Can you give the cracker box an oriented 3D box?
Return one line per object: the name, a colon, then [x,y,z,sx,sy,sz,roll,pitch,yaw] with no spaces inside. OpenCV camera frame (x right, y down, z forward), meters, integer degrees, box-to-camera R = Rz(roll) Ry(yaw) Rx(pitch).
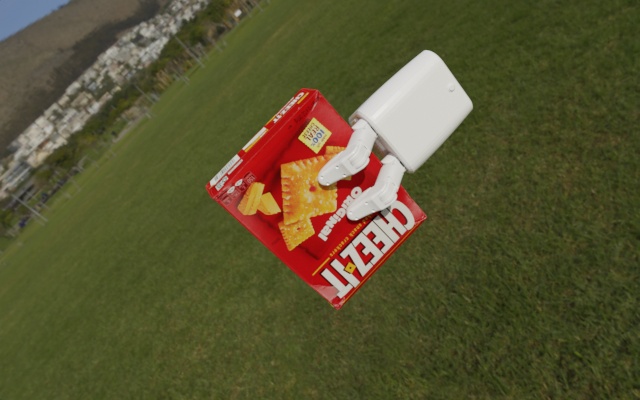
cracker box: [0.000,0.002,0.568,0.214,0.164,0.072,46,-3,-22]
